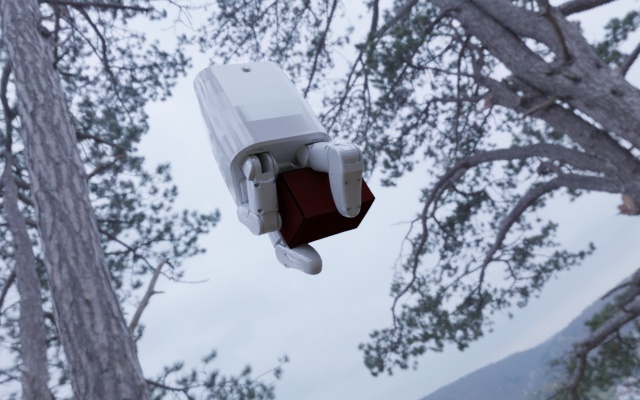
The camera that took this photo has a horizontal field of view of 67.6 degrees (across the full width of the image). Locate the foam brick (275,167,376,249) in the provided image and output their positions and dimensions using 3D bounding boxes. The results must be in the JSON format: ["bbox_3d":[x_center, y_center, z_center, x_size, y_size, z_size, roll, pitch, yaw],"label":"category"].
[{"bbox_3d":[0.000,0.001,0.438,0.078,0.051,0.053,-14,-29,-31],"label":"foam brick"}]
